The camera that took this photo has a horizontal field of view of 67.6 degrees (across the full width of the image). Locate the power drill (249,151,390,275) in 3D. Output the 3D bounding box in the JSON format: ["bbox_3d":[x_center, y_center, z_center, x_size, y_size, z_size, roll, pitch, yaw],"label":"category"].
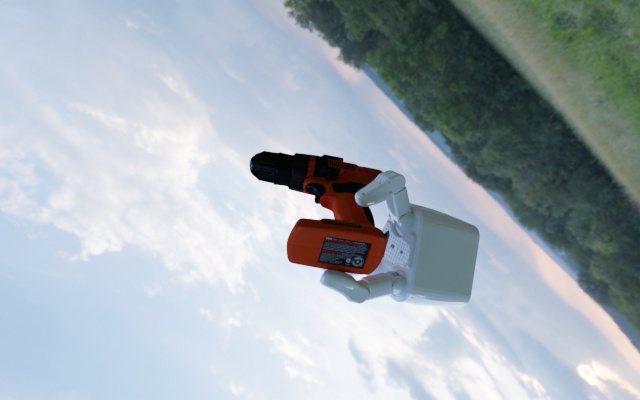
[{"bbox_3d":[0.000,0.002,0.570,0.184,0.057,0.187,8,32,-7],"label":"power drill"}]
